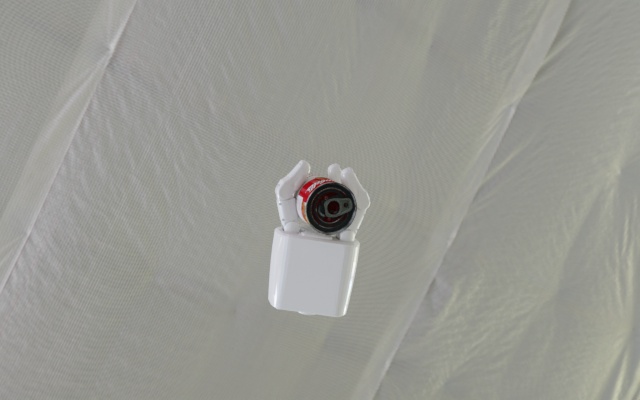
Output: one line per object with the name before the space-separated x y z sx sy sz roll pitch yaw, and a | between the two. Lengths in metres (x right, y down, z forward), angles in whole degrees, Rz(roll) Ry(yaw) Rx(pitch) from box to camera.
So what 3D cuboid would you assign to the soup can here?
soup can | 0.000 0.002 0.645 0.068 0.068 0.102 0 10 -17
